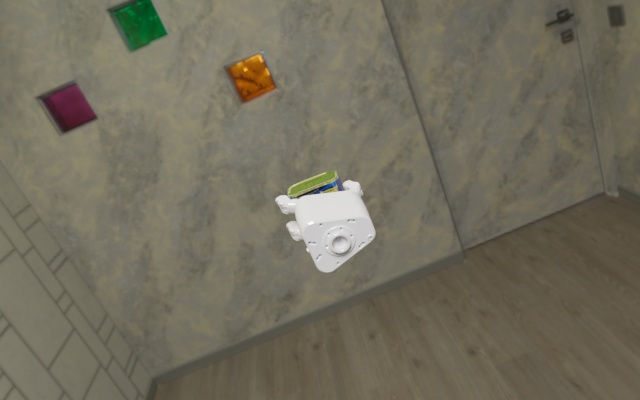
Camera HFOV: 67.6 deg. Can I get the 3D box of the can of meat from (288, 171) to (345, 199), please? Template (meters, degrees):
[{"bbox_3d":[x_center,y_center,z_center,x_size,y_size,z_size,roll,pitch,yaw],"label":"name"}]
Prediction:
[{"bbox_3d":[0.000,0.002,0.865,0.102,0.084,0.057,-21,22,5],"label":"can of meat"}]
